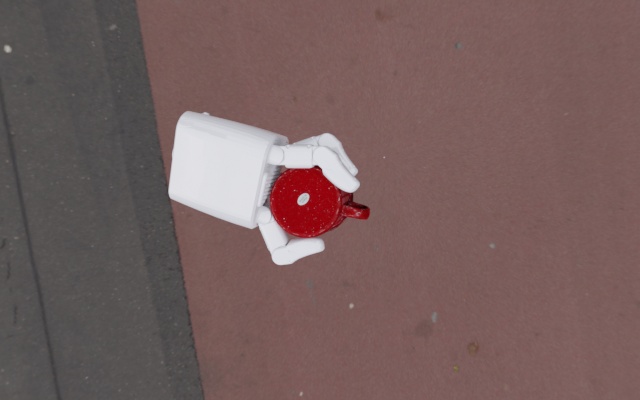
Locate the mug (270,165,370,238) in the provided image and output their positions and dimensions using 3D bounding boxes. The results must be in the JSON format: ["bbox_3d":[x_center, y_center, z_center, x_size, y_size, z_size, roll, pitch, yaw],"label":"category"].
[{"bbox_3d":[0.001,0.002,0.554,0.117,0.093,0.081,18,7,7],"label":"mug"}]
